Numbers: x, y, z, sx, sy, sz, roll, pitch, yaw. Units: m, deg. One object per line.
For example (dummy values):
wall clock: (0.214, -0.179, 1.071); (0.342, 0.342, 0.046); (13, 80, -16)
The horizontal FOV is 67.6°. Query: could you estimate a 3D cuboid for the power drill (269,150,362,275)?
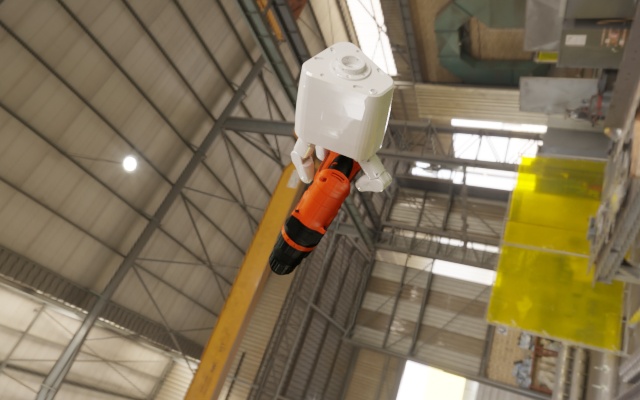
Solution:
power drill: (0.000, 0.002, 0.679); (0.057, 0.184, 0.187); (33, 35, -4)
